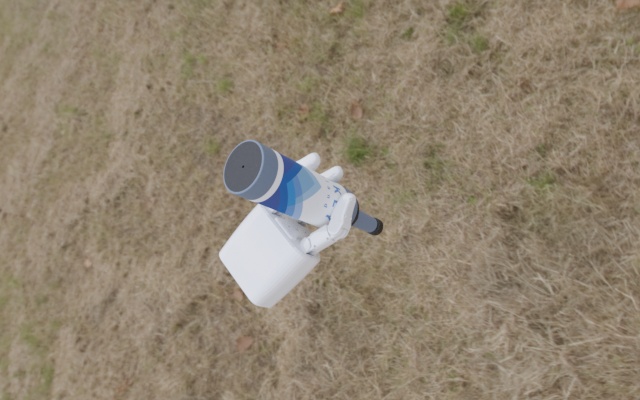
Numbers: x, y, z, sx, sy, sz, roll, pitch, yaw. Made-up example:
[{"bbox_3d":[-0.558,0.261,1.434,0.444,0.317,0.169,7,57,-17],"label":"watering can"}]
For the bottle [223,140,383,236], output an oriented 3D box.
[{"bbox_3d":[0.000,0.002,0.656,0.069,0.069,0.296,0,-16,39],"label":"bottle"}]
